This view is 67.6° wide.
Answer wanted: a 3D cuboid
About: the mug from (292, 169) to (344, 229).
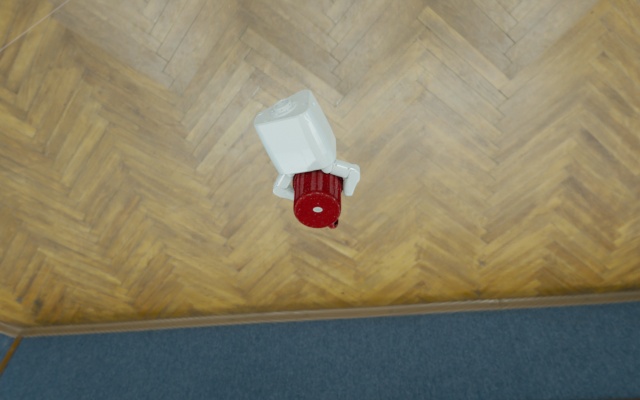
[{"bbox_3d":[0.001,0.004,0.836,0.093,0.117,0.081,-20,35,16],"label":"mug"}]
